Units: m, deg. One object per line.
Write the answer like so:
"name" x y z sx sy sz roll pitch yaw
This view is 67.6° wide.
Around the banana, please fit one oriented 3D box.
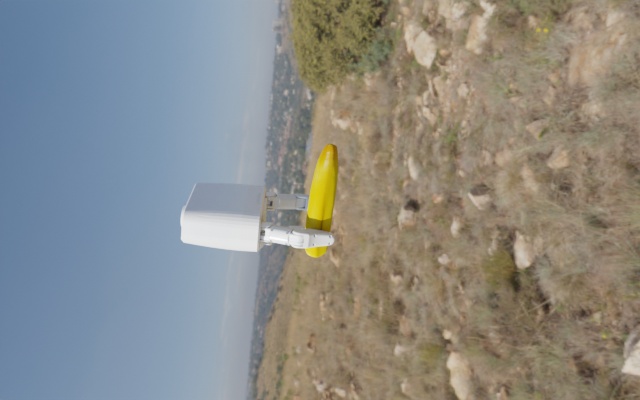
"banana" -0.001 0.016 0.684 0.037 0.198 0.069 6 38 -2
